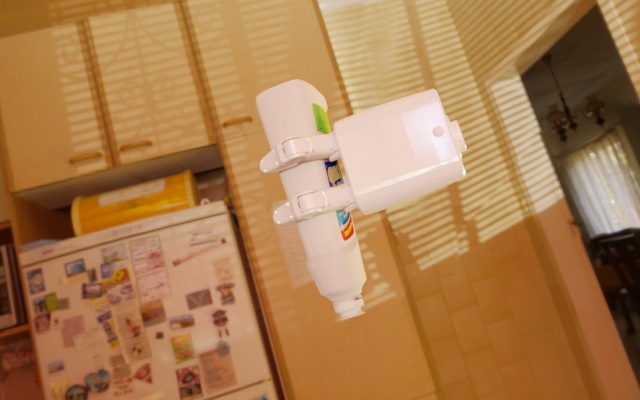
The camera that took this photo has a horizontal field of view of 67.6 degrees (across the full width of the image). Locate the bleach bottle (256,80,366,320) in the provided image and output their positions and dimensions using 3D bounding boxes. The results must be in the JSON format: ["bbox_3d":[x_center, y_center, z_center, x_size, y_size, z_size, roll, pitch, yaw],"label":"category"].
[{"bbox_3d":[0.000,0.002,0.521,0.068,0.250,0.102,-19,-10,15],"label":"bleach bottle"}]
